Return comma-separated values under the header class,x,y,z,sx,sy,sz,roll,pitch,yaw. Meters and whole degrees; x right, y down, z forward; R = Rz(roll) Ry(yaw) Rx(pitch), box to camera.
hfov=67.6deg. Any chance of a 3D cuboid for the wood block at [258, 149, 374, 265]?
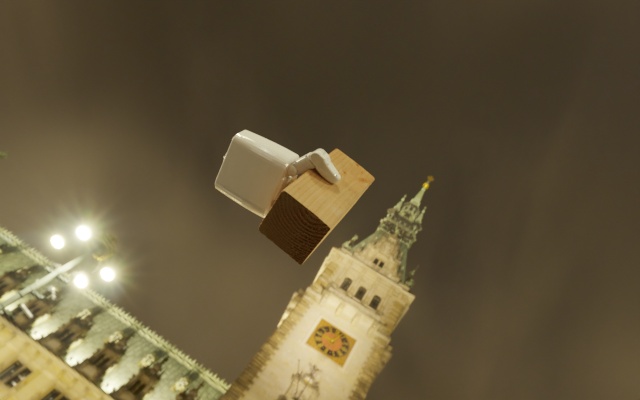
class,x,y,z,sx,sy,sz,roll,pitch,yaw
wood block,0.000,0.002,0.782,0.090,0.091,0.206,39,34,4
